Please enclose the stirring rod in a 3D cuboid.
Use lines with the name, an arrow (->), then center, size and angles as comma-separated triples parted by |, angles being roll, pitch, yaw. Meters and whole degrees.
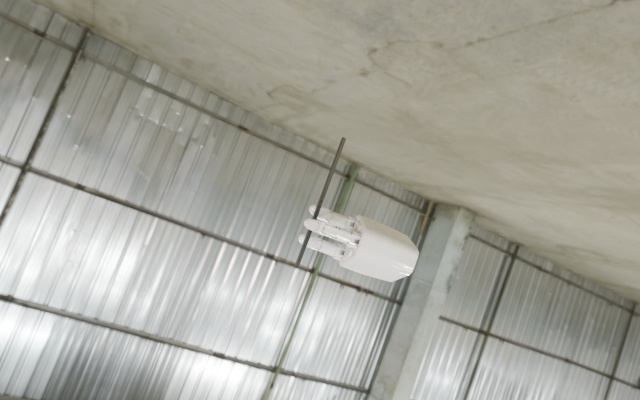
stirring rod -> 0.000, 0.003, 0.825 | 0.011, 0.239, 0.011 | 20, -6, 2
